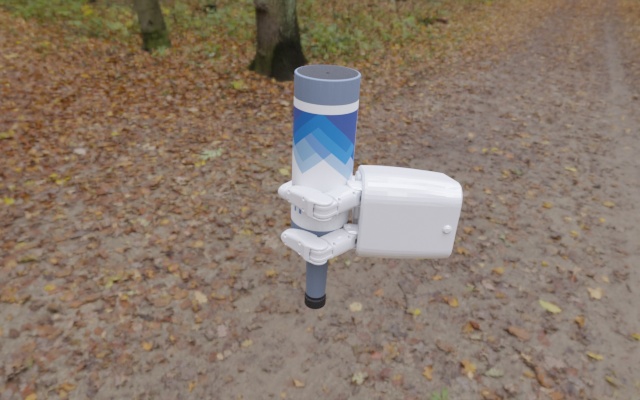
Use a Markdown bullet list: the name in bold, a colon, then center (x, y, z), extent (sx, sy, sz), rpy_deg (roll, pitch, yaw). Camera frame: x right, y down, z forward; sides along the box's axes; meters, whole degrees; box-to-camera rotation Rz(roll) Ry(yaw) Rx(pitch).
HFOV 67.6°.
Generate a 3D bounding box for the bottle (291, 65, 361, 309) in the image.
- **bottle**: center (0.000, 0.002, 0.545), extent (0.069, 0.296, 0.069), rpy_deg (2, 28, -1)
